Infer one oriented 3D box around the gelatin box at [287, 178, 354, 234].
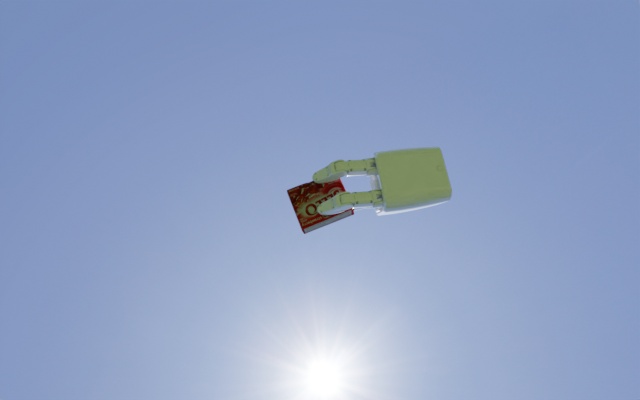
[{"bbox_3d":[0.000,0.003,0.763,0.089,0.073,0.030,-22,-22,-2],"label":"gelatin box"}]
